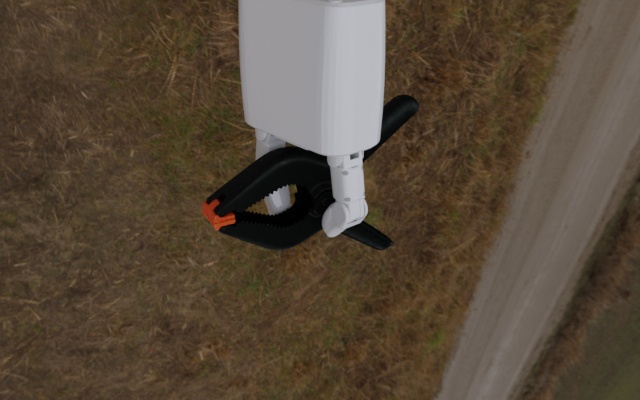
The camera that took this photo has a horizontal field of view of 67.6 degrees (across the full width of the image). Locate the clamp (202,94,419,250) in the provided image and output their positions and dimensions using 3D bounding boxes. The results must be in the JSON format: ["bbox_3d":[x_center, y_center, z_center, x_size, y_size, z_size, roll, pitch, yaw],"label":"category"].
[{"bbox_3d":[0.000,0.002,0.434,0.210,0.165,0.036,-19,35,-26],"label":"clamp"}]
